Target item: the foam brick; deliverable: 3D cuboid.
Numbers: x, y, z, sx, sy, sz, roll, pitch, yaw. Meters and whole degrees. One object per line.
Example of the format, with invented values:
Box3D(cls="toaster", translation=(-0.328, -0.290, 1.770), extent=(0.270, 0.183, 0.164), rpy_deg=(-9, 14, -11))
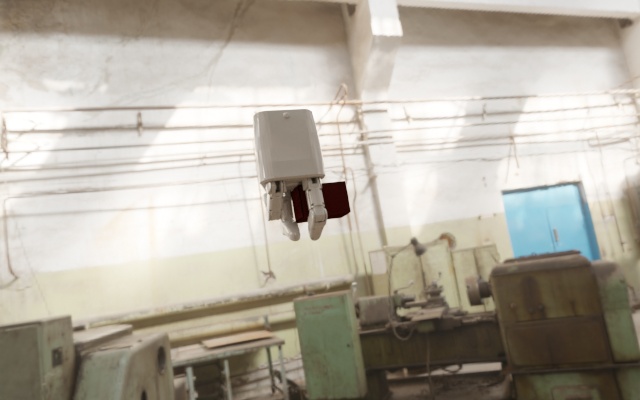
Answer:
Box3D(cls="foam brick", translation=(0.000, 0.002, 0.737), extent=(0.078, 0.051, 0.053), rpy_deg=(-6, -10, -18))
